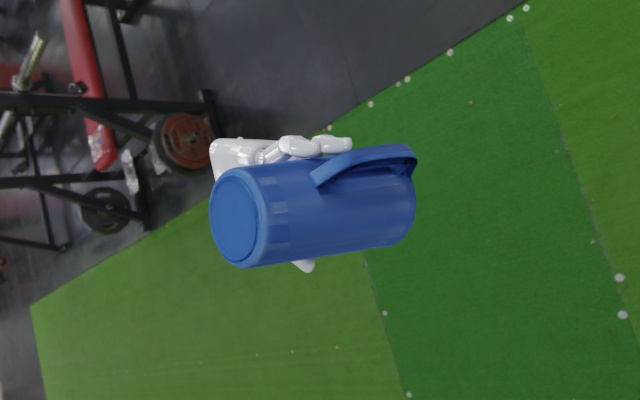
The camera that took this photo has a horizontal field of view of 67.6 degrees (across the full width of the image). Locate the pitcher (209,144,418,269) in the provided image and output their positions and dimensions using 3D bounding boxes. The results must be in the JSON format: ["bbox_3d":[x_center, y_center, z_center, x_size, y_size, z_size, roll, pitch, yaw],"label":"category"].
[{"bbox_3d":[0.000,0.002,0.573,0.243,0.149,0.145,-7,15,-43],"label":"pitcher"}]
